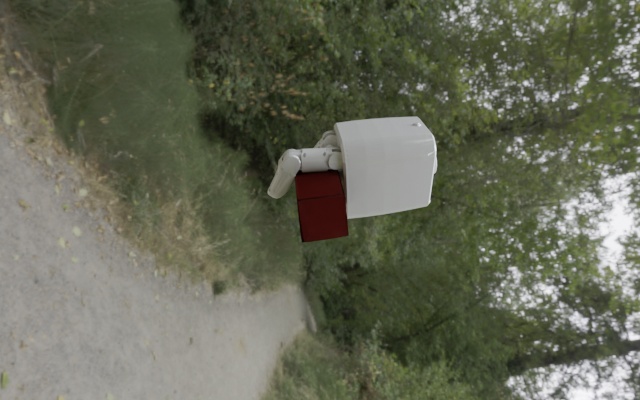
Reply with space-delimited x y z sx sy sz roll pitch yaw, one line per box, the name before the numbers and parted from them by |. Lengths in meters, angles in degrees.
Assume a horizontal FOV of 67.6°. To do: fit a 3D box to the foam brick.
foam brick | 0.000 0.002 0.527 0.051 0.053 0.078 -6 28 -2
